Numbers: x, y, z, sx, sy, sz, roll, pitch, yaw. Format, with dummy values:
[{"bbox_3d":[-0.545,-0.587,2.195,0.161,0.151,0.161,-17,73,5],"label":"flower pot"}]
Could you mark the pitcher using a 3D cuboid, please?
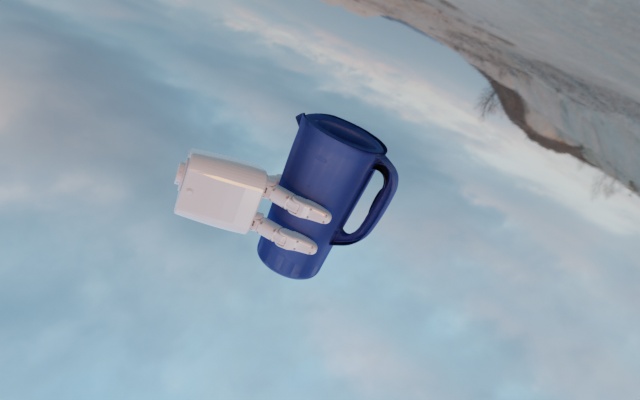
[{"bbox_3d":[0.000,0.002,0.719,0.145,0.243,0.149,16,24,-20],"label":"pitcher"}]
